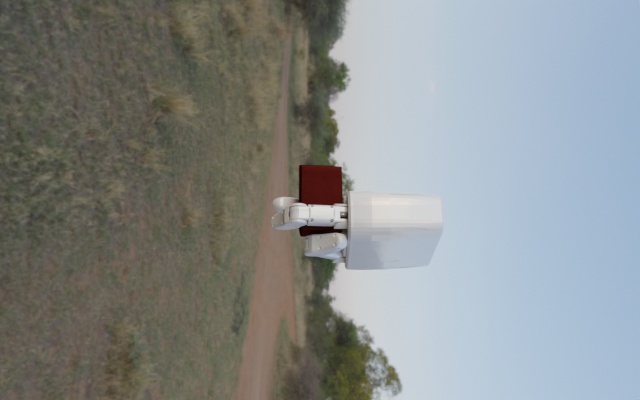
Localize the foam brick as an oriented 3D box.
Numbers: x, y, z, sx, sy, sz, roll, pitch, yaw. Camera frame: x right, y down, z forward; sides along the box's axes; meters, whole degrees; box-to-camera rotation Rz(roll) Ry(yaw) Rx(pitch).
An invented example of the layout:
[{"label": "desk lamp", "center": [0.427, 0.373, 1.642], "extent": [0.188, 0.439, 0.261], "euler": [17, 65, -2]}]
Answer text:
[{"label": "foam brick", "center": [0.000, 0.002, 0.577], "extent": [0.051, 0.078, 0.053], "euler": [0, -16, 0]}]
